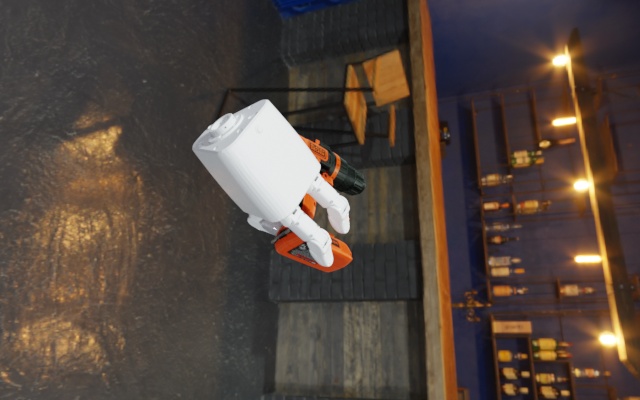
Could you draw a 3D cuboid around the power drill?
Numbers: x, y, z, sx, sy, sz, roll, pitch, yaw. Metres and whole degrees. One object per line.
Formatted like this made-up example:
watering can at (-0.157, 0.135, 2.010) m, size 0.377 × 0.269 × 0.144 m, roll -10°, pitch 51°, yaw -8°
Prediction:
power drill at (0.000, 0.002, 0.677) m, size 0.184 × 0.187 × 0.057 m, roll 25°, pitch -44°, yaw -34°
